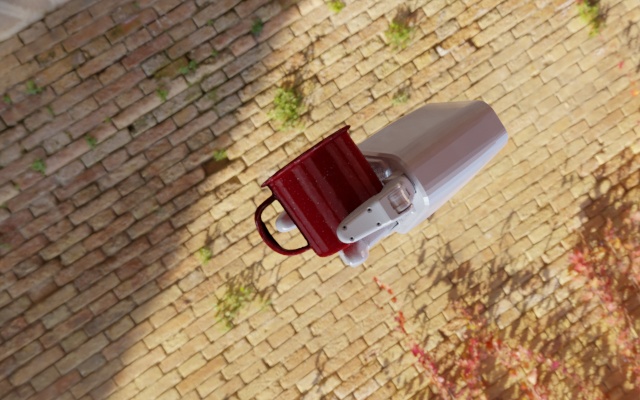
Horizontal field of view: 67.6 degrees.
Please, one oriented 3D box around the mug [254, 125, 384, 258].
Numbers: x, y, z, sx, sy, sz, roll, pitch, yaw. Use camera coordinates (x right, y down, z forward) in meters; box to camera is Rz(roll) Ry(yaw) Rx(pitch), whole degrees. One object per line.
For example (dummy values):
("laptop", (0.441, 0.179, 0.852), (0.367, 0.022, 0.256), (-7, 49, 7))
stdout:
("mug", (-0.001, 0.002, 0.407), (0.117, 0.081, 0.093), (-35, 3, -14))
